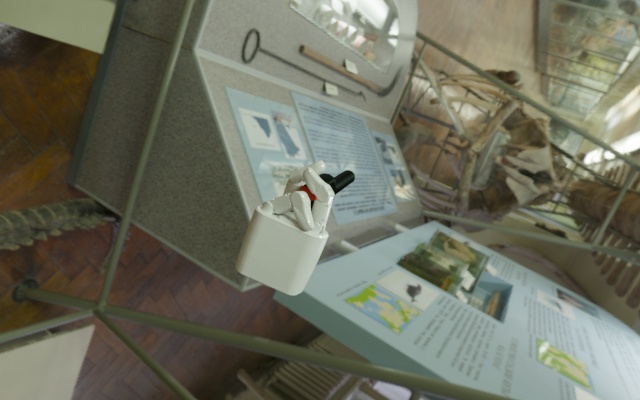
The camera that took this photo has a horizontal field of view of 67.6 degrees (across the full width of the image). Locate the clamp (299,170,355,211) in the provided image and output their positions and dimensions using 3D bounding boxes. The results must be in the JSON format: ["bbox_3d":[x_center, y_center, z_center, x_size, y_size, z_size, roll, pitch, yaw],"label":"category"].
[{"bbox_3d":[0.001,0.003,0.806,0.039,0.120,0.171,28,13,21],"label":"clamp"}]
